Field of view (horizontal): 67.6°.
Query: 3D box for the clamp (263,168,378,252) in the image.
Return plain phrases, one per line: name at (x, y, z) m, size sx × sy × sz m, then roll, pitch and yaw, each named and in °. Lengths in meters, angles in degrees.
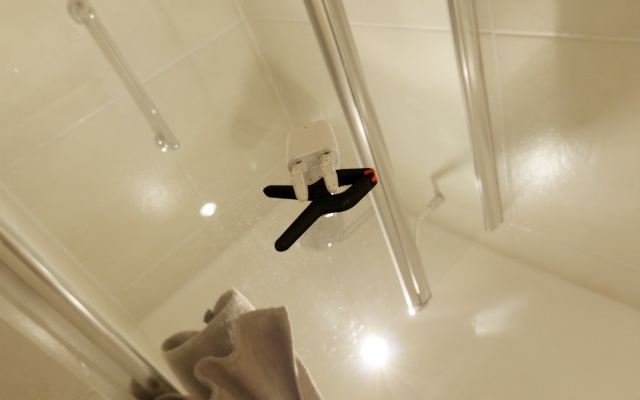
clamp at (0.001, 0.003, 0.826) m, size 0.210 × 0.036 × 0.164 m, roll -18°, pitch 42°, yaw 8°
